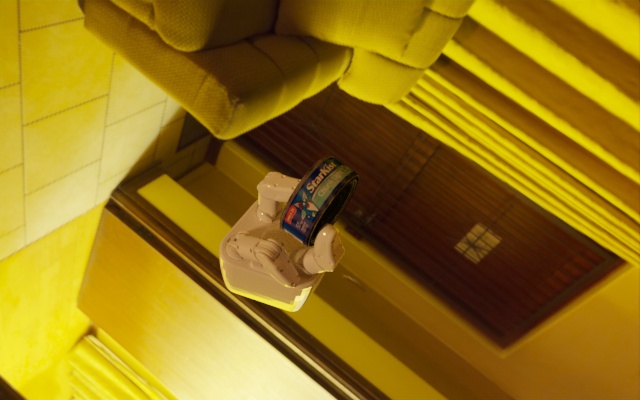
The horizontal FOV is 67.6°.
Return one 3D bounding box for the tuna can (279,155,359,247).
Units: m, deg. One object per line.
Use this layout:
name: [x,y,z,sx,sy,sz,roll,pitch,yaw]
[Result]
tuna can: [0.001,0.002,0.455,0.033,0.086,0.086,35,8,12]
